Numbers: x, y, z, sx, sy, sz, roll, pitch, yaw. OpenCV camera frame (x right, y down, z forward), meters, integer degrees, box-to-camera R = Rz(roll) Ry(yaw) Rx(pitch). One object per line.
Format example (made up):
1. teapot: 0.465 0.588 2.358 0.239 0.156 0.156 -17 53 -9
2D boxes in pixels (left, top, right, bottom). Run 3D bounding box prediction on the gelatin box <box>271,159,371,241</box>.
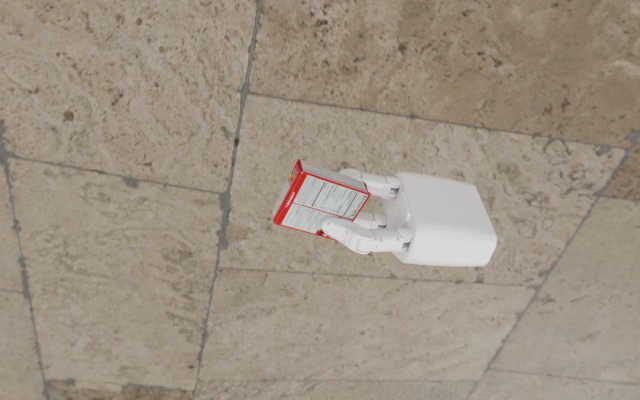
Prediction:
1. gelatin box: 0.000 0.002 0.533 0.089 0.073 0.030 17 30 -24
